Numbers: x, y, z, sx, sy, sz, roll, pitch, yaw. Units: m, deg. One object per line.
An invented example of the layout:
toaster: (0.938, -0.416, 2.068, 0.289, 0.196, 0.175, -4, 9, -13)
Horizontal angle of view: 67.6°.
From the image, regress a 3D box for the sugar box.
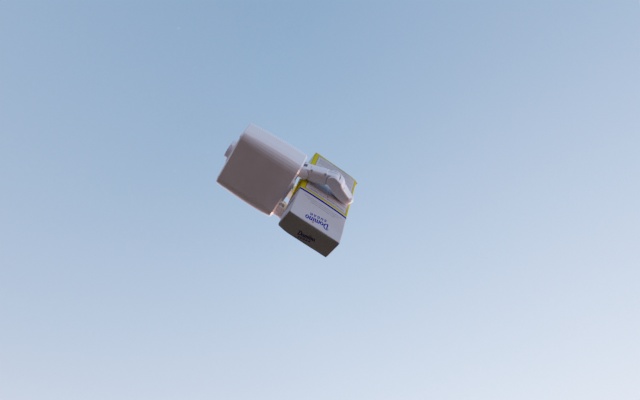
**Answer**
sugar box: (0.000, 0.003, 0.775, 0.093, 0.048, 0.176, 34, 38, -9)
